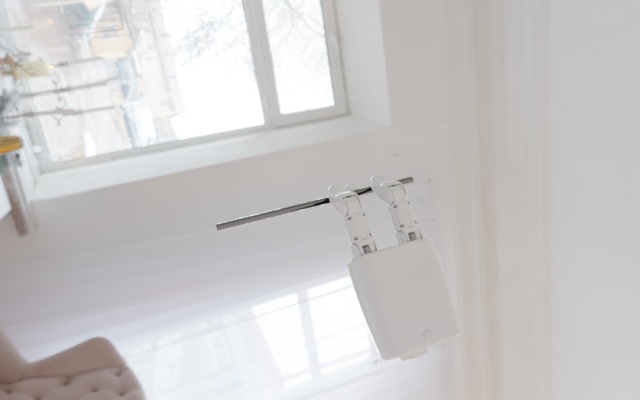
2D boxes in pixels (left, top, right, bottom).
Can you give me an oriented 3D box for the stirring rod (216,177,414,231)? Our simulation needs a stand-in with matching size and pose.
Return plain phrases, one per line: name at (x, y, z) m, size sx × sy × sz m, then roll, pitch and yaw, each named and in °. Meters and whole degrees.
stirring rod at (0.000, 0.002, 0.549) m, size 0.239 × 0.011 × 0.011 m, roll -14°, pitch 4°, yaw -17°
